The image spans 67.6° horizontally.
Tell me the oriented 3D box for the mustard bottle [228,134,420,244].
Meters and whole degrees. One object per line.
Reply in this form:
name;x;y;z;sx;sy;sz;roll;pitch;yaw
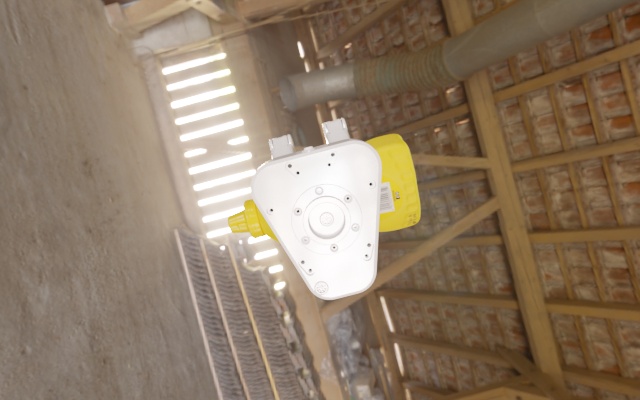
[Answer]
mustard bottle;0.000;0.001;0.486;0.191;0.096;0.058;-15;30;1
